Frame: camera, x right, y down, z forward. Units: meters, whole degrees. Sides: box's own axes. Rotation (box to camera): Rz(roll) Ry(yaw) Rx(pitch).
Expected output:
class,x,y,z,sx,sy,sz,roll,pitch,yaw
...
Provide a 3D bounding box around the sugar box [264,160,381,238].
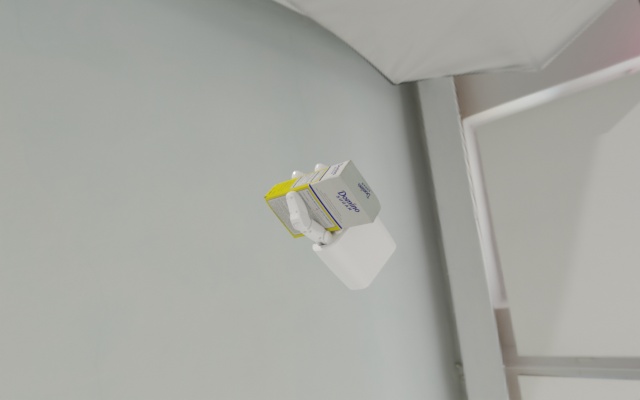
class,x,y,z,sx,sy,sz,roll,pitch,yaw
sugar box,0.000,0.002,0.745,0.176,0.093,0.048,-15,29,42
